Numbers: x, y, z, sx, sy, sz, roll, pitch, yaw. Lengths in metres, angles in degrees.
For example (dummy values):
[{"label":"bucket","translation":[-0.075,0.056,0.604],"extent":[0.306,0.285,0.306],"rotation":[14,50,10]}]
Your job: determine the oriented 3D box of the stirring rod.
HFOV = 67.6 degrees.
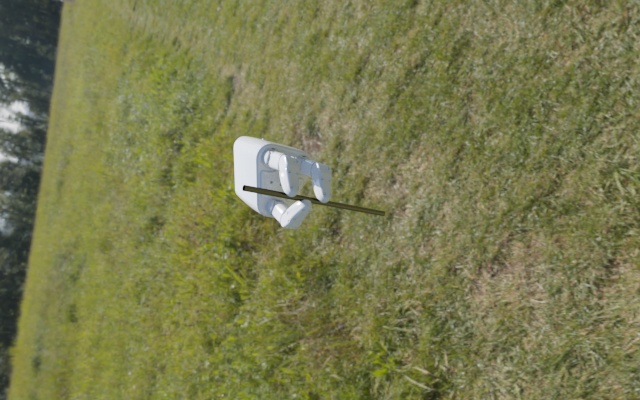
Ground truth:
[{"label":"stirring rod","translation":[0.000,0.002,0.676],"extent":[0.239,0.011,0.011],"rotation":[11,-6,-34]}]
